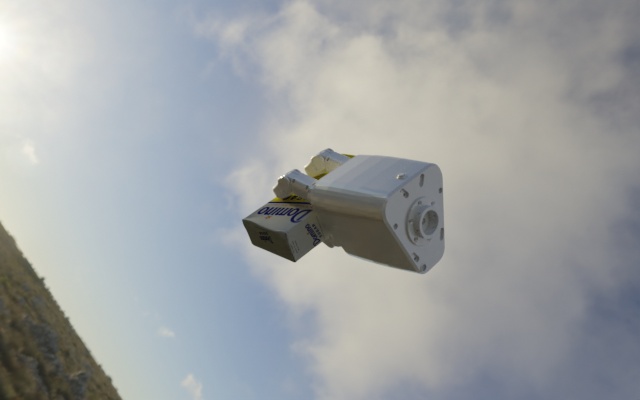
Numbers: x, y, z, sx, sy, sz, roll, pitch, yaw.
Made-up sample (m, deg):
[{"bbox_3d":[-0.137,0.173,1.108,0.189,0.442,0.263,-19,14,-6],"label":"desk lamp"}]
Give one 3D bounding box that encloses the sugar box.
[{"bbox_3d":[0.000,0.001,0.591,0.176,0.048,0.093,-33,28,-31],"label":"sugar box"}]
